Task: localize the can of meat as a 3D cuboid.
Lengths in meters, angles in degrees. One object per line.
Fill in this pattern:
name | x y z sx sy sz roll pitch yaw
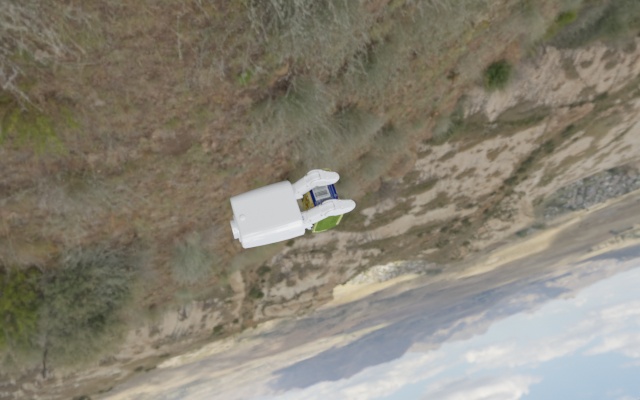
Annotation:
can of meat | 0.000 0.003 0.863 0.057 0.084 0.102 -14 -19 -13
